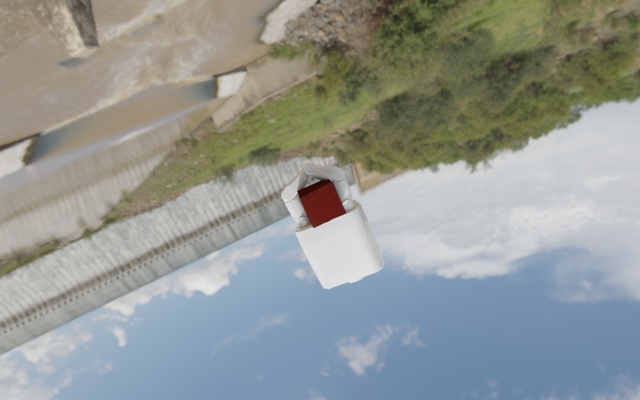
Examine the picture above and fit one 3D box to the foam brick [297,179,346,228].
[{"bbox_3d":[0.000,0.002,0.701,0.053,0.051,0.078,-24,8,-2],"label":"foam brick"}]
